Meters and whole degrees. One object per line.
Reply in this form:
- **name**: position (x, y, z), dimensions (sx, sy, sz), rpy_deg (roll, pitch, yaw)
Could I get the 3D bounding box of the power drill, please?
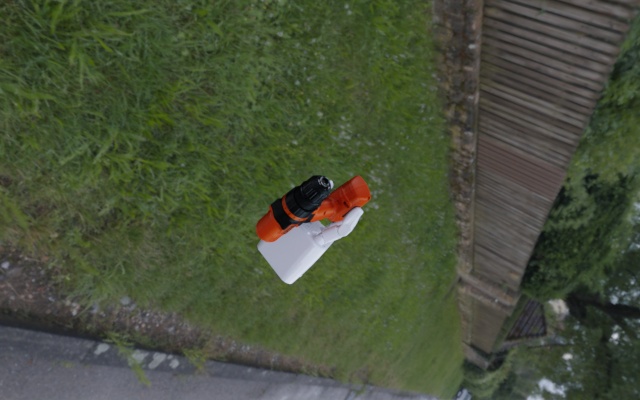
- **power drill**: position (0.000, 0.003, 0.822), dimensions (0.187, 0.057, 0.184), rpy_deg (-11, -19, -45)
